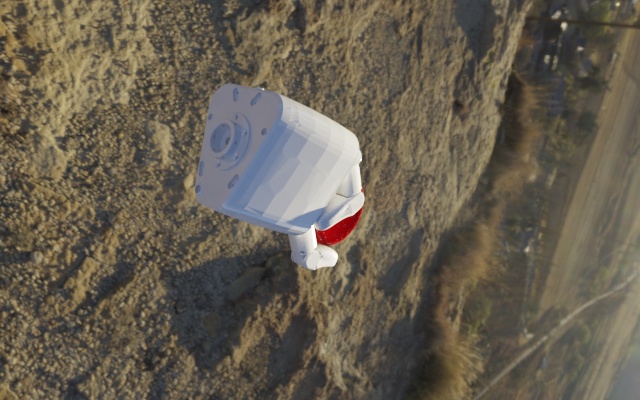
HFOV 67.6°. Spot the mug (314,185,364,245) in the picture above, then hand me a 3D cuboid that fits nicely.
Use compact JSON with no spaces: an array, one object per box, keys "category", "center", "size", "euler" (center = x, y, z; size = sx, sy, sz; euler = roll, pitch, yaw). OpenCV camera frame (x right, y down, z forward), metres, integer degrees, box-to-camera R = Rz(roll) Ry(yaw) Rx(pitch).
[{"category":"mug","center":[0.001,0.002,0.536],"size":[0.081,0.093,0.117],"euler":[22,1,40]}]
